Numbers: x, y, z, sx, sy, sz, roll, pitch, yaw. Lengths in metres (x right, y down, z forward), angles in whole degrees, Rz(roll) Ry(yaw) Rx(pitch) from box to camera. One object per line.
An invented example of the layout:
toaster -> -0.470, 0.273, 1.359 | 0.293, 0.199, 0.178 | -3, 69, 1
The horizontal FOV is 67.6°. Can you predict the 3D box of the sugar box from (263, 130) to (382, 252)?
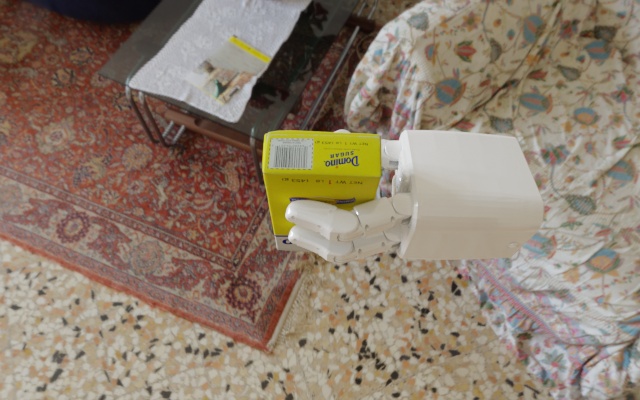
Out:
sugar box -> 0.000, 0.002, 0.445 | 0.093, 0.048, 0.176 | 3, -28, 1
